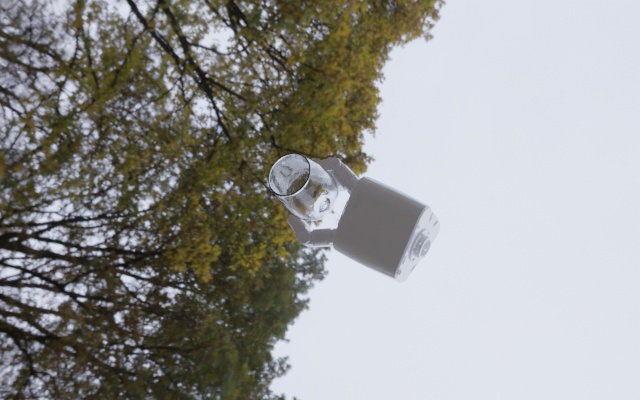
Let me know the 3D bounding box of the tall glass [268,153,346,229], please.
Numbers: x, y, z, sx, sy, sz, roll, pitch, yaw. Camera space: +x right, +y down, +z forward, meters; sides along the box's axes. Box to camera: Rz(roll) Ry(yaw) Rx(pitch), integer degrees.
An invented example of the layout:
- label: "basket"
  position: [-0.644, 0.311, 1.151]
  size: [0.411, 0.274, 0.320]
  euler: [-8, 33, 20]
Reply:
- label: "tall glass"
  position: [0.000, 0.003, 0.694]
  size: [0.079, 0.079, 0.201]
  euler: [0, -21, 26]
